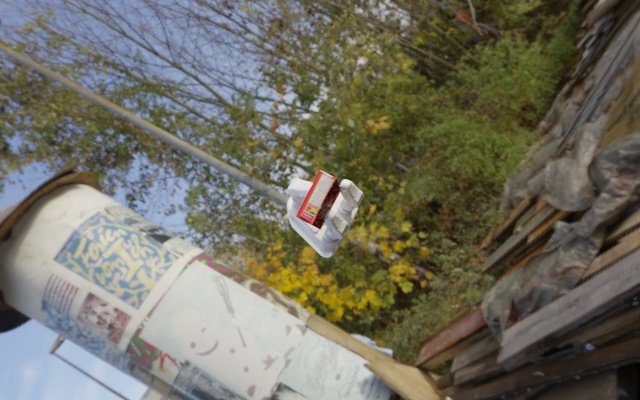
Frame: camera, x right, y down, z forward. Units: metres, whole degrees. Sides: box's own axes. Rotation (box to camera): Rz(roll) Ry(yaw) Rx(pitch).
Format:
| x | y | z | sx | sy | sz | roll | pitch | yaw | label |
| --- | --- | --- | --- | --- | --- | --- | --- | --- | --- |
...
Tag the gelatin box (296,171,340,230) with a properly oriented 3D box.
| x | y | z | sx | sy | sz | roll | pitch | yaw | label |
| --- | --- | --- | --- | --- | --- | --- | --- | --- | --- |
| 0.000 | 0.002 | 0.696 | 0.030 | 0.073 | 0.089 | 27 | -4 | 11 | gelatin box |
